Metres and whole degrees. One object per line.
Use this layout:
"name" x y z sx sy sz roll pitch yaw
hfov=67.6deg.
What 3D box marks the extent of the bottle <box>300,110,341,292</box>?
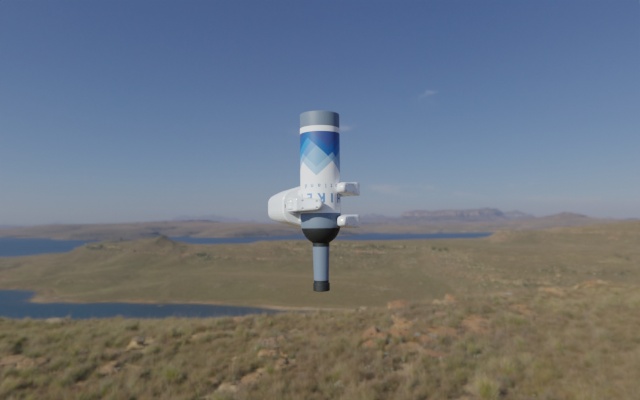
"bottle" 0.000 0.002 0.799 0.069 0.295 0.069 -1 -3 0
